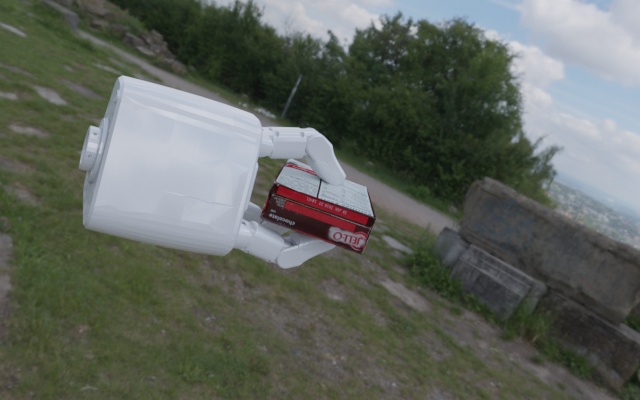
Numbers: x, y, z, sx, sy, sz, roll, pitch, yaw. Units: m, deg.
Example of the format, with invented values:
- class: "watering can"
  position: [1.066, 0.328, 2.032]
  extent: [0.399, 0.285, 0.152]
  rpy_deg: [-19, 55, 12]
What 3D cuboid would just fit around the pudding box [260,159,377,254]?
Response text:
- class: "pudding box"
  position: [0.000, 0.001, 0.434]
  extent: [0.090, 0.039, 0.113]
  rpy_deg: [21, 16, -3]
